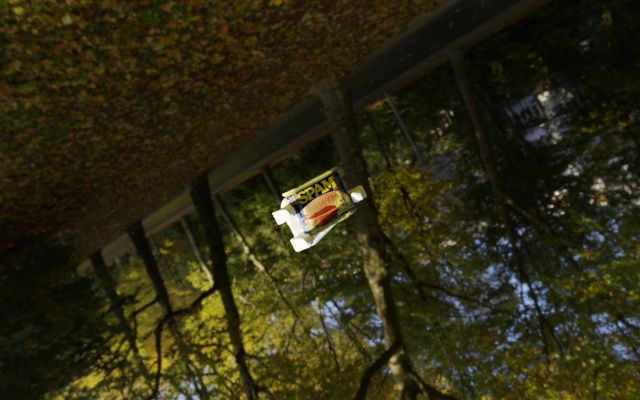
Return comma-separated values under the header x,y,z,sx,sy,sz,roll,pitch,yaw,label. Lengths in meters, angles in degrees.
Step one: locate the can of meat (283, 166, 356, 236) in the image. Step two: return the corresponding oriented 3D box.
x,y,z,sx,sy,sz,roll,pitch,yaw,label
0.000,0.003,0.812,0.102,0.084,0.057,-28,4,-10,can of meat
